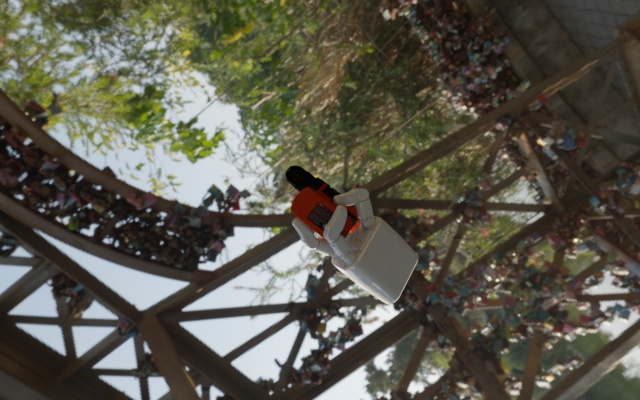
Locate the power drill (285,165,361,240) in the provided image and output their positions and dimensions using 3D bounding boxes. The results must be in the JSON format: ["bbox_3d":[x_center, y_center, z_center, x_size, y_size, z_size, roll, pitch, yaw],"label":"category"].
[{"bbox_3d":[0.000,0.003,0.873,0.184,0.057,0.187,37,12,1],"label":"power drill"}]
